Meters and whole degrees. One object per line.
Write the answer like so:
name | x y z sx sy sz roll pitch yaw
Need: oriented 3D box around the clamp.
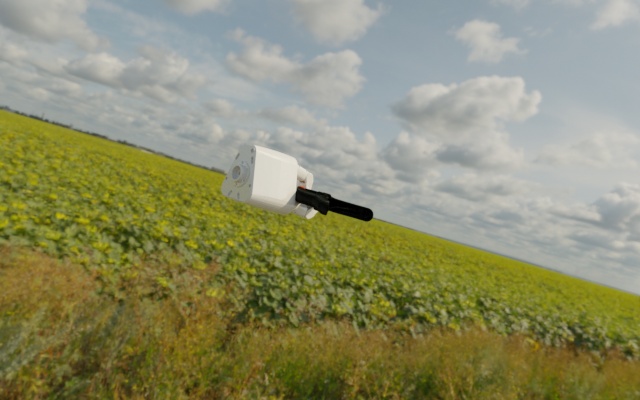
clamp | 0.000 0.002 0.876 0.171 0.039 0.120 16 -1 42
